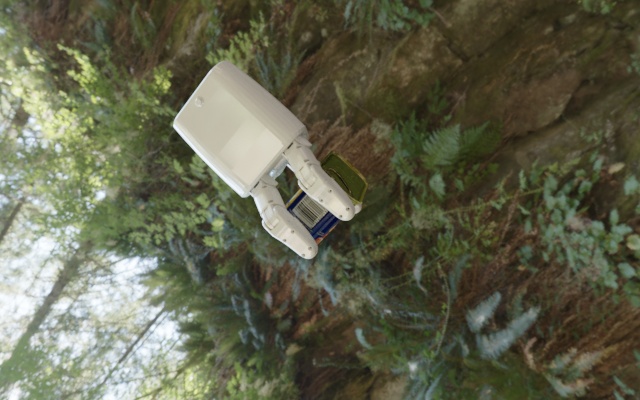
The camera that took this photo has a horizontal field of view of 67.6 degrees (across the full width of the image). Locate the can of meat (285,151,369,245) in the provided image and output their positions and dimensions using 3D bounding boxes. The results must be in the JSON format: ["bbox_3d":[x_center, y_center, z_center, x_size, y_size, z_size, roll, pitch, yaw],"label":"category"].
[{"bbox_3d":[0.000,0.002,0.510,0.057,0.084,0.102,42,19,-3],"label":"can of meat"}]
